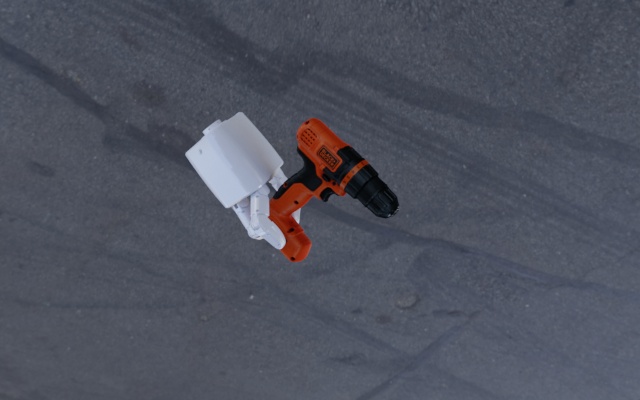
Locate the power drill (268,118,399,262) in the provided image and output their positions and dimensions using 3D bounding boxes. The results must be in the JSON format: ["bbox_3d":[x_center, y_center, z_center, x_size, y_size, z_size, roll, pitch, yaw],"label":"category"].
[{"bbox_3d":[0.000,0.002,0.702,0.184,0.188,0.057,46,23,14],"label":"power drill"}]
